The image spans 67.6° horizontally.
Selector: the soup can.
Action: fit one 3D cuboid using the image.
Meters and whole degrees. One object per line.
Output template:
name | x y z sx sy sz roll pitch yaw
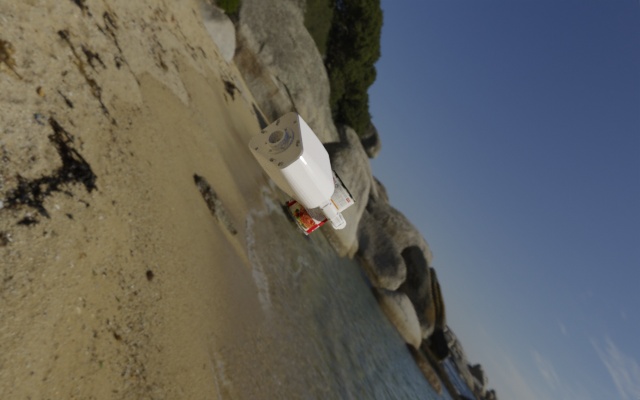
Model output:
soup can | 0.001 0.003 0.816 0.102 0.068 0.068 -34 -2 3
